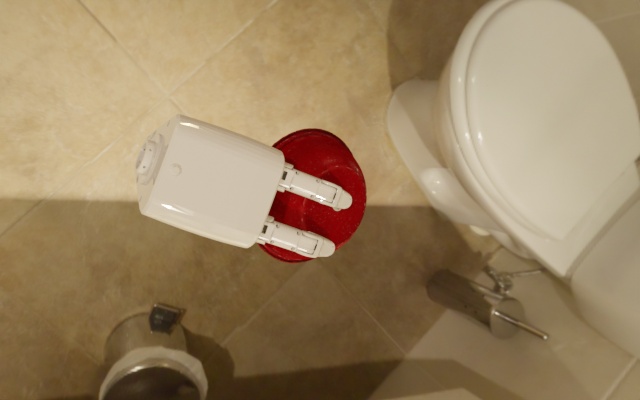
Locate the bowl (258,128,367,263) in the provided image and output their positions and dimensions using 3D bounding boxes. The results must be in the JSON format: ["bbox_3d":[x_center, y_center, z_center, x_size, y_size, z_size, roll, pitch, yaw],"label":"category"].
[{"bbox_3d":[0.001,0.002,0.541,0.162,0.162,0.055,0,13,-39],"label":"bowl"}]
